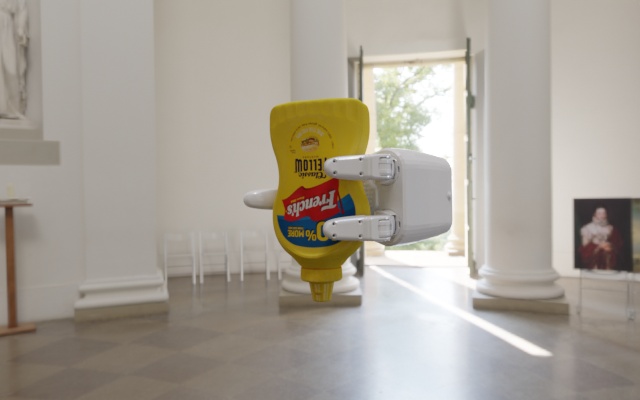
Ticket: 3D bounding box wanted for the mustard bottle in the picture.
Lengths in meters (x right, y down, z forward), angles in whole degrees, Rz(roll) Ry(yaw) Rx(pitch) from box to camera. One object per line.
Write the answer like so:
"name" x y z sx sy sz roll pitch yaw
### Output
"mustard bottle" 0.000 0.001 0.464 0.096 0.191 0.058 -1 1 19
